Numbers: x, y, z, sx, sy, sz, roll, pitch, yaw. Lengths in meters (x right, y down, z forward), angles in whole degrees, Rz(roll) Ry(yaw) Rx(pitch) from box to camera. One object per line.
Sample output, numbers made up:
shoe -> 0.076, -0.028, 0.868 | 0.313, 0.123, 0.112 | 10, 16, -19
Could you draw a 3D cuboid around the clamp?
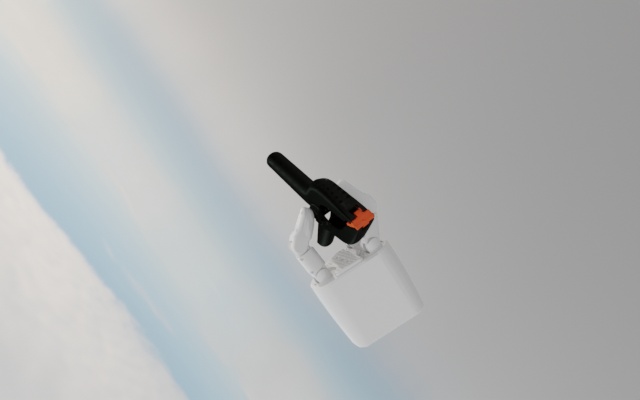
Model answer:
clamp -> 0.000, 0.003, 0.621 | 0.036, 0.164, 0.210 | -38, 13, -15
